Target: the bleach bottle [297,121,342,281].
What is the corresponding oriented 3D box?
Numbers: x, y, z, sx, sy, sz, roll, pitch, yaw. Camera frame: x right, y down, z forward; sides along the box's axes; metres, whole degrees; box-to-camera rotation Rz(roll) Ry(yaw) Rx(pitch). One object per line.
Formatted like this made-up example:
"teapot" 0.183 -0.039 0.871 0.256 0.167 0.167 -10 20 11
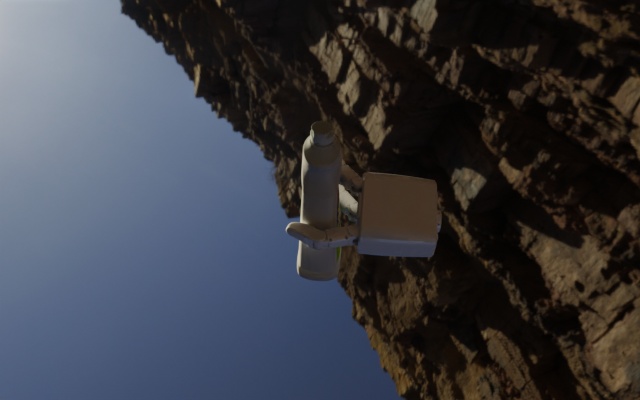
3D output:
"bleach bottle" 0.000 0.002 0.686 0.068 0.251 0.102 4 45 3
